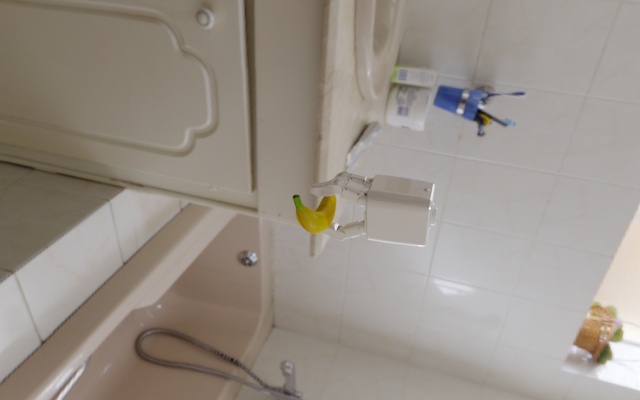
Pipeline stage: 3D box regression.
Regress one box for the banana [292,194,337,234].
[{"bbox_3d":[-0.002,0.022,0.841,0.037,0.069,0.198,4,3,16],"label":"banana"}]
